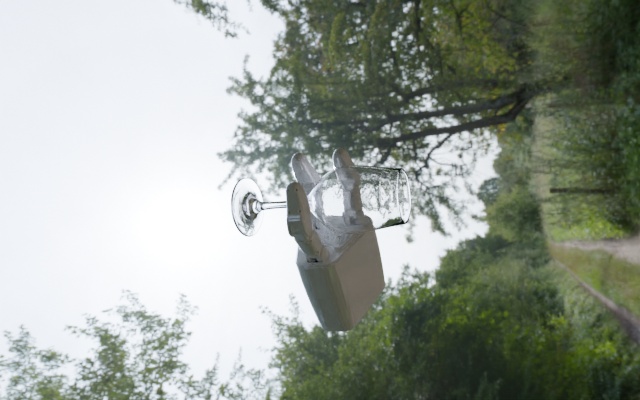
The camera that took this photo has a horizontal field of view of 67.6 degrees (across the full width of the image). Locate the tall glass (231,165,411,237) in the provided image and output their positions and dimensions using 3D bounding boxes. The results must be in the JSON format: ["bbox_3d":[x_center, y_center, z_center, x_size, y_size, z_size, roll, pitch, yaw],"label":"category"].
[{"bbox_3d":[-0.001,0.002,0.558,0.201,0.079,0.079,-4,-2,23],"label":"tall glass"}]
